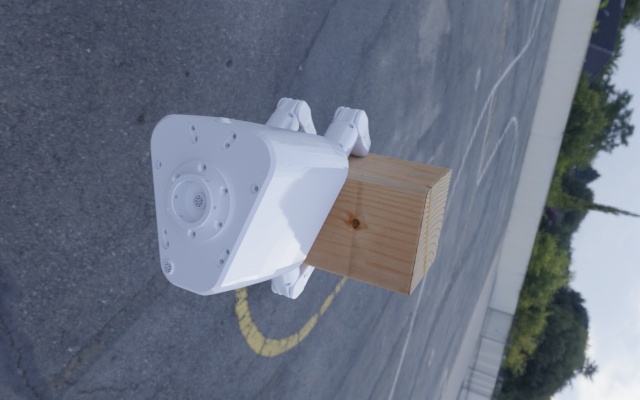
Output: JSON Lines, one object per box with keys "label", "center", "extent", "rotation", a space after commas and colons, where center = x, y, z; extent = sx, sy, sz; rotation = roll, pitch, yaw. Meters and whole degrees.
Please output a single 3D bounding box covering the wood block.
{"label": "wood block", "center": [0.000, 0.002, 0.434], "extent": [0.206, 0.091, 0.090], "rotation": [14, 20, 23]}
